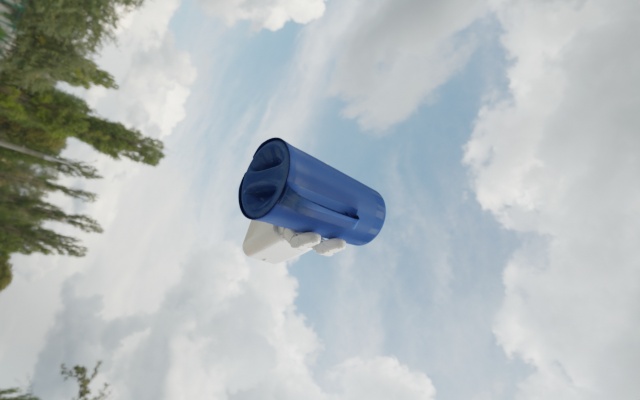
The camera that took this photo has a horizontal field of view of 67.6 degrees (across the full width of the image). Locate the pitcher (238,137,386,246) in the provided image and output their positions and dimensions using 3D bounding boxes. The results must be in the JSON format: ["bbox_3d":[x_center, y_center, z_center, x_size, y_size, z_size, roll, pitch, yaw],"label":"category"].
[{"bbox_3d":[0.000,0.003,0.793,0.243,0.149,0.145,21,-37,-37],"label":"pitcher"}]
